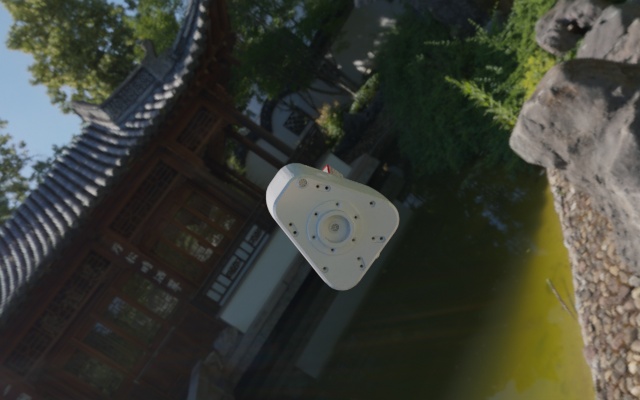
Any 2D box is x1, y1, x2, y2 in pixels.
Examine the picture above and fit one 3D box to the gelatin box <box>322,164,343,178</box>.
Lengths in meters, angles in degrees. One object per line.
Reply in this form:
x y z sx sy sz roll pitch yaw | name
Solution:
0.000 0.002 0.598 0.030 0.073 0.089 35 15 -15 | gelatin box
